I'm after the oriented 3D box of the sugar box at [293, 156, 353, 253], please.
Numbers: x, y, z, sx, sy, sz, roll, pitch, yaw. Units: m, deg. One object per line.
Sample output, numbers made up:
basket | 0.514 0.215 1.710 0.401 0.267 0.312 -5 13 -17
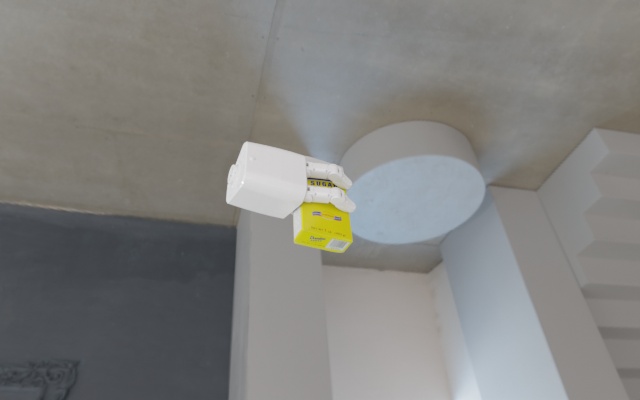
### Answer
sugar box | 0.000 0.002 0.835 0.093 0.176 0.048 15 -42 -22
